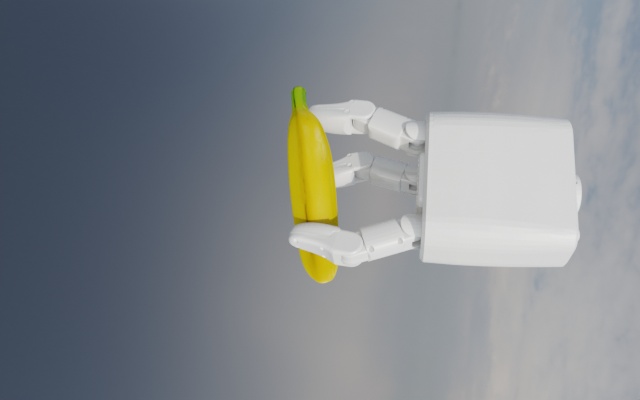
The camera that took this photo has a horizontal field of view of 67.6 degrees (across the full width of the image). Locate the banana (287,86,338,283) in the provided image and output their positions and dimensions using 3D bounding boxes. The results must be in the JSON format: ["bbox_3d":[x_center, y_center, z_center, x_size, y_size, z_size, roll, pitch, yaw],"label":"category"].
[{"bbox_3d":[-0.002,0.008,0.411,0.037,0.198,0.069,0,30,8],"label":"banana"}]
